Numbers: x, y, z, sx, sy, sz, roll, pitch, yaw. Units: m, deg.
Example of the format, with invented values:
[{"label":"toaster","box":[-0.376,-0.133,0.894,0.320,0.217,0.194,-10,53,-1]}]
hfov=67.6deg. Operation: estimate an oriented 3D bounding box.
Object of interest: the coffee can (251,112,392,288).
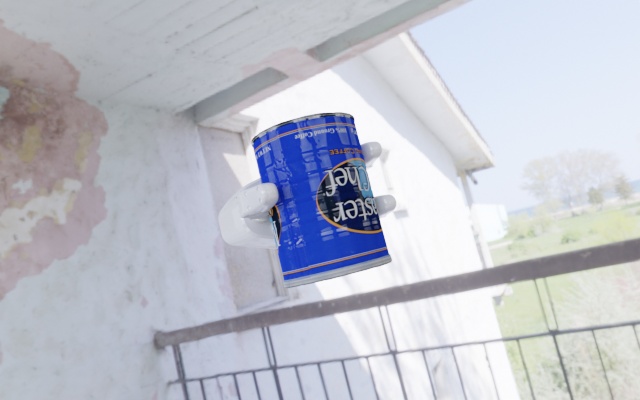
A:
[{"label":"coffee can","box":[0.000,0.002,0.450,0.103,0.140,0.103,-14,-6,-2]}]
